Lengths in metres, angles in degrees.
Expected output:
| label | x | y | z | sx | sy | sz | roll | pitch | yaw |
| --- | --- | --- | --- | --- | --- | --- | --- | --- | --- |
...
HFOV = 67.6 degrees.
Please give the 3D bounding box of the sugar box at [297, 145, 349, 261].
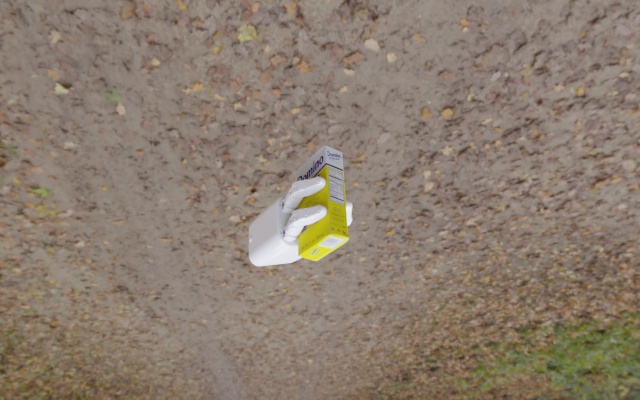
| label | x | y | z | sx | sy | sz | roll | pitch | yaw |
| --- | --- | --- | --- | --- | --- | --- | --- | --- | --- |
| sugar box | 0.000 | 0.003 | 0.810 | 0.048 | 0.176 | 0.093 | 17 | -37 | -33 |
